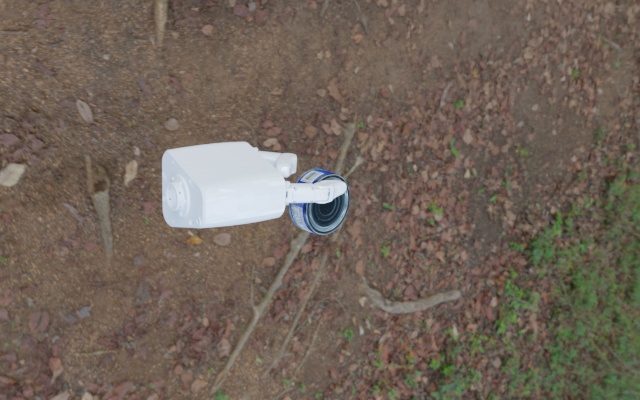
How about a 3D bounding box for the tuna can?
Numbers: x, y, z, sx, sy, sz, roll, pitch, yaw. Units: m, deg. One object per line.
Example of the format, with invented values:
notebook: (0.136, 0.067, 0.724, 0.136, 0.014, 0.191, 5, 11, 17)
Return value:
tuna can: (0.001, 0.002, 0.640, 0.086, 0.086, 0.033, 0, 13, -45)
